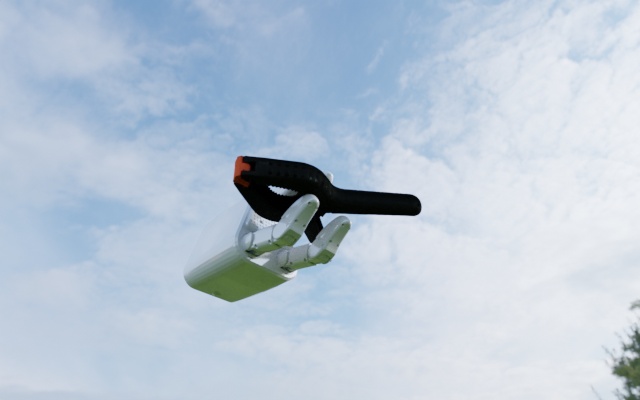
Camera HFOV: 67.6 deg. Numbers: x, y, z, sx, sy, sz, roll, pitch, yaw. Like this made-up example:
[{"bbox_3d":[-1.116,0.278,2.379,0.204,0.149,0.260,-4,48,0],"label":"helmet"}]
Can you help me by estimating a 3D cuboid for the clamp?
[{"bbox_3d":[0.000,0.001,0.535,0.164,0.036,0.210,-29,-43,32],"label":"clamp"}]
